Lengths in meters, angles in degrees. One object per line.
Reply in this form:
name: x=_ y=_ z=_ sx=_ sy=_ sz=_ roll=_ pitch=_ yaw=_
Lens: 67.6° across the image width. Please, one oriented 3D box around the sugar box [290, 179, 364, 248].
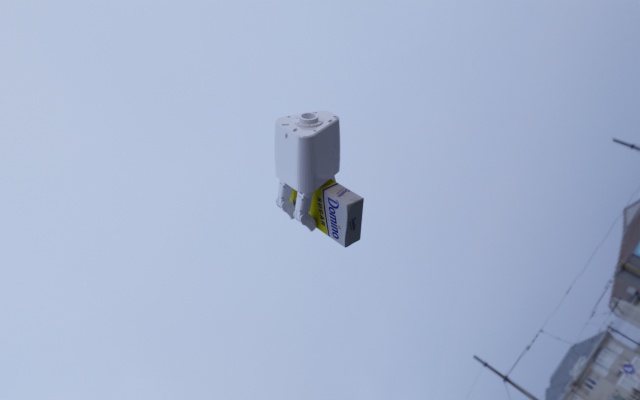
sugar box: x=0.000 y=0.003 z=0.871 sx=0.048 sy=0.093 sz=0.176 roll=-24 pitch=41 yaw=-33
